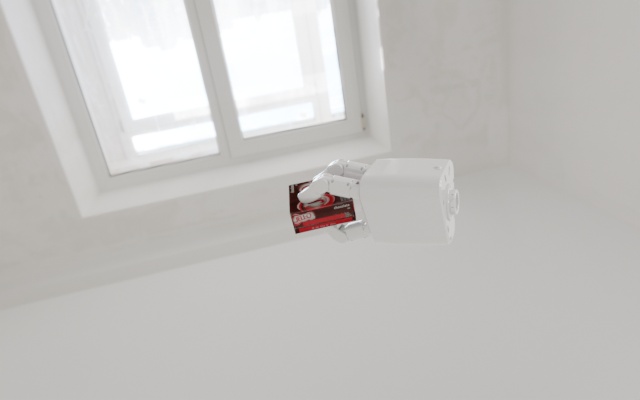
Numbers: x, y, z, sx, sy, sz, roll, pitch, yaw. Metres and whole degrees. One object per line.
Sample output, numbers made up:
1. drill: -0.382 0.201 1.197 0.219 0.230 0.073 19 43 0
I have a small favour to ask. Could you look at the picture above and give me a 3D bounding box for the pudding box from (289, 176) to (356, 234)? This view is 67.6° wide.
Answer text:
1. pudding box: 0.000 0.002 0.707 0.090 0.039 0.113 -12 21 0
